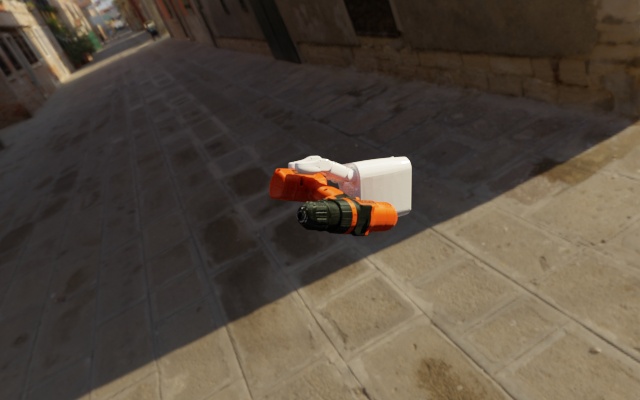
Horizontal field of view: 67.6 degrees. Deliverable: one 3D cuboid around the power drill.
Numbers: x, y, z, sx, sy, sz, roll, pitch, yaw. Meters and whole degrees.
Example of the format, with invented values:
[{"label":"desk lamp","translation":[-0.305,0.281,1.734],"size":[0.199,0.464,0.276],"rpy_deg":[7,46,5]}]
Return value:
[{"label":"power drill","translation":[0.000,0.002,0.747],"size":[0.184,0.057,0.187],"rpy_deg":[5,17,-42]}]
